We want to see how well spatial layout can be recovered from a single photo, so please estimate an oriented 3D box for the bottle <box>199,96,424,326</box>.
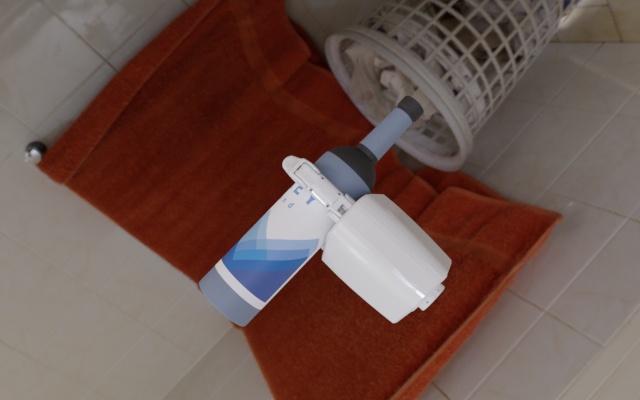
[{"bbox_3d":[0.000,0.002,0.506,0.069,0.295,0.069,44,-4,4],"label":"bottle"}]
